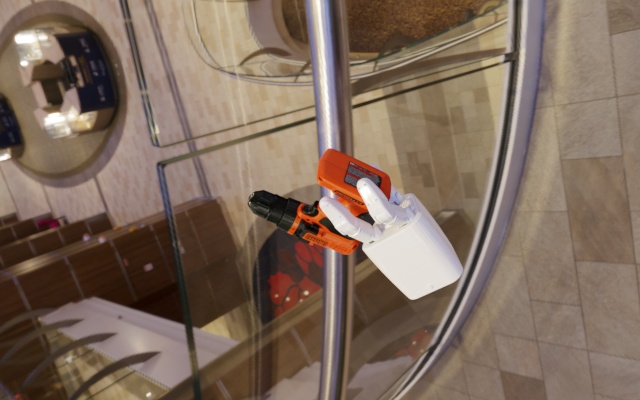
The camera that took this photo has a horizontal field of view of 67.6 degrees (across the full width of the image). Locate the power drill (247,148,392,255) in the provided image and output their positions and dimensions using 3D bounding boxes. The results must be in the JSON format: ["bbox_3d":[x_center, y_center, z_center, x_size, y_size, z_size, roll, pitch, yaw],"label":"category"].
[{"bbox_3d":[0.001,0.002,0.680,0.184,0.057,0.188,22,-31,-12],"label":"power drill"}]
